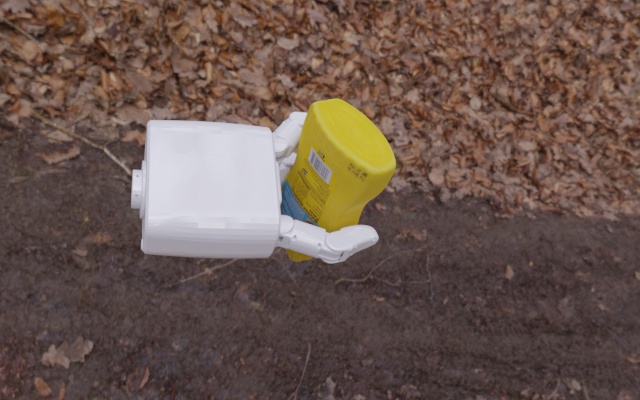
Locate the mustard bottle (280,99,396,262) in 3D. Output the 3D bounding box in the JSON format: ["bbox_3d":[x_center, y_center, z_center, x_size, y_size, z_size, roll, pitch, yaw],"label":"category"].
[{"bbox_3d":[0.000,0.001,0.476,0.058,0.096,0.192,-19,-30,-36],"label":"mustard bottle"}]
